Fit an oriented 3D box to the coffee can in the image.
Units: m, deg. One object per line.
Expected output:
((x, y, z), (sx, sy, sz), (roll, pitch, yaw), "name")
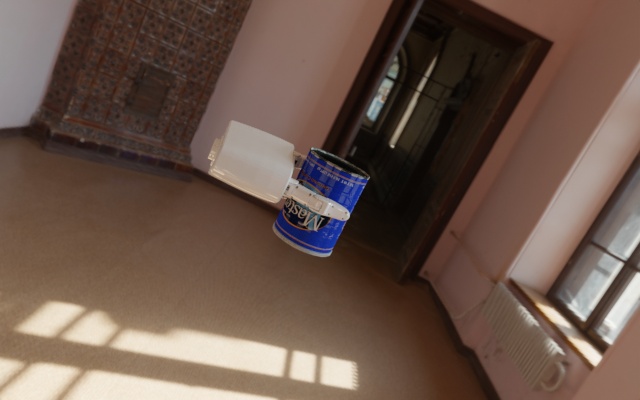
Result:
((0.000, 0.003, 0.748), (0.103, 0.140, 0.102), (25, 13, -6), "coffee can")
